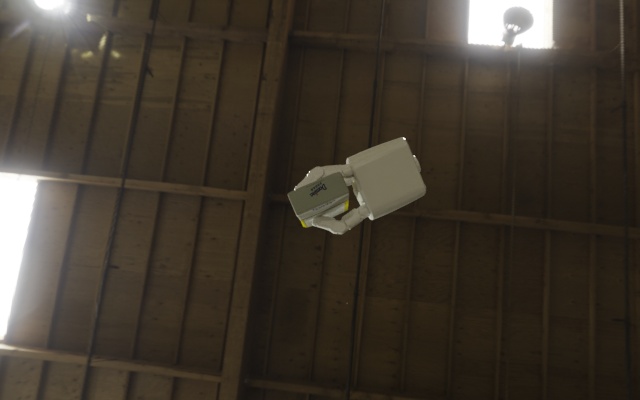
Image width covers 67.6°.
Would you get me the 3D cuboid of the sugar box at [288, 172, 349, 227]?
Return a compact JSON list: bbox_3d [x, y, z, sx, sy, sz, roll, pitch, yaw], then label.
[{"bbox_3d":[0.000,0.002,0.828,0.093,0.048,0.176,-24,-12,-2],"label":"sugar box"}]
